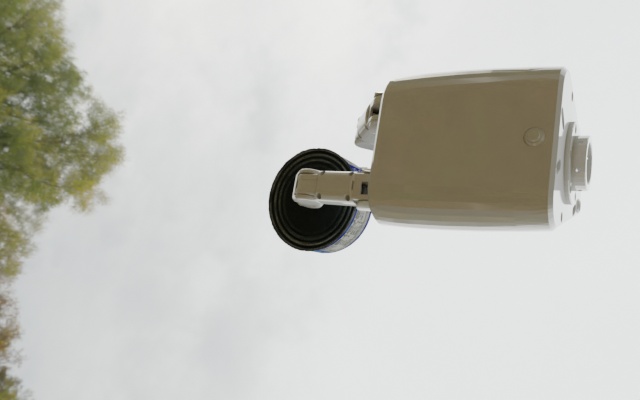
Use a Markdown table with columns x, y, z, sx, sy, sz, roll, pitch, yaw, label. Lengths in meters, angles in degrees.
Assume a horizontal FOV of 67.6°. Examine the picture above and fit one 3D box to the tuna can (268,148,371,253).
| x | y | z | sx | sy | sz | roll | pitch | yaw | label |
| --- | --- | --- | --- | --- | --- | --- | --- | --- | --- |
| 0.000 | 0.001 | 0.403 | 0.086 | 0.086 | 0.034 | 0 | -10 | 32 | tuna can |
